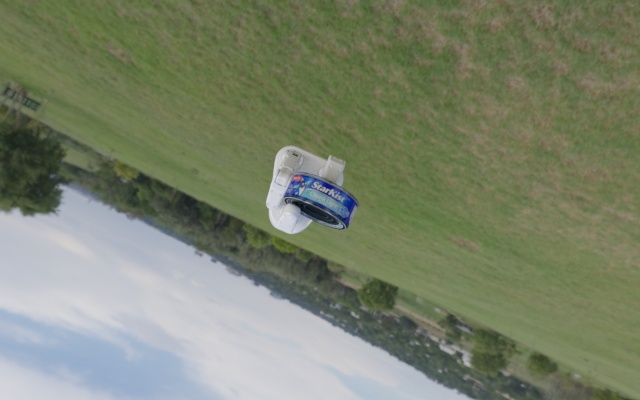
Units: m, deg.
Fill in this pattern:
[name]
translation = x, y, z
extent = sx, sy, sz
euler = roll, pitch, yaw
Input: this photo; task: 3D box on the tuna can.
[tuna can]
translation = 0.000, 0.002, 0.566
extent = 0.086, 0.033, 0.086
euler = 24, -13, 6
